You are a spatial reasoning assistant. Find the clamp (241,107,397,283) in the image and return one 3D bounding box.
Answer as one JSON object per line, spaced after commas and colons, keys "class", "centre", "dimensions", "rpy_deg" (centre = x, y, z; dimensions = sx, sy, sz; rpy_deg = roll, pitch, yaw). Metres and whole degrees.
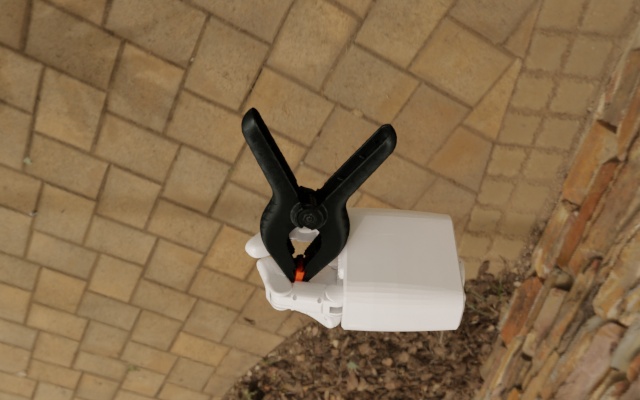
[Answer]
{"class": "clamp", "centre": [0.000, 0.002, 0.406], "dimensions": [0.120, 0.172, 0.039], "rpy_deg": [2, 36, 3]}
